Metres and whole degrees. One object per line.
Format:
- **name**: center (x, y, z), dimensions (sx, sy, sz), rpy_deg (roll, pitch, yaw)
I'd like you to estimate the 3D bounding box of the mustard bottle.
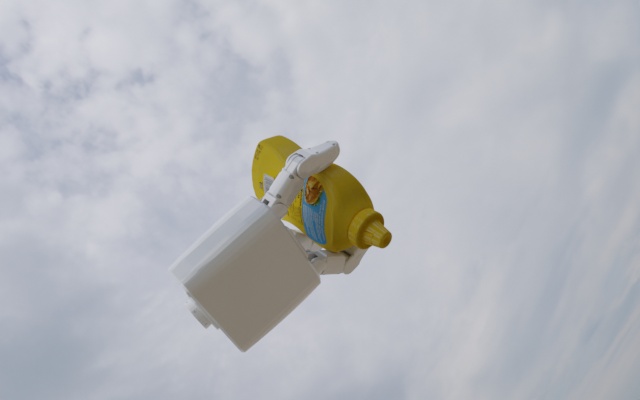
- **mustard bottle**: center (0.000, 0.001, 0.519), dimensions (0.058, 0.096, 0.191), rpy_deg (-22, 37, -35)
